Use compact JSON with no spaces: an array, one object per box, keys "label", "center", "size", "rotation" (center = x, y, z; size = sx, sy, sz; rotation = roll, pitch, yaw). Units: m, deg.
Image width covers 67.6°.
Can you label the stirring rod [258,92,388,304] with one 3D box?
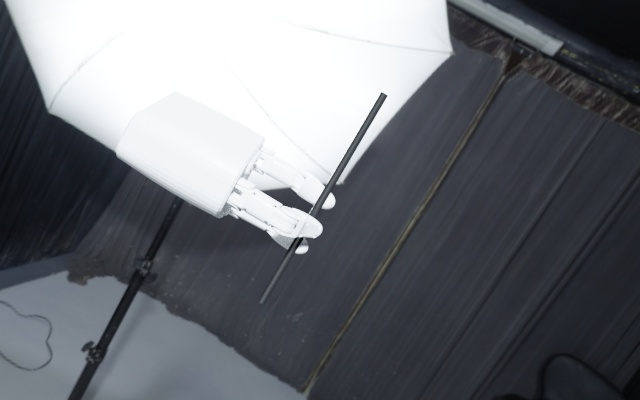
[{"label":"stirring rod","center":[0.000,0.002,0.469],"size":[0.011,0.239,0.011],"rotation":[30,9,-5]}]
